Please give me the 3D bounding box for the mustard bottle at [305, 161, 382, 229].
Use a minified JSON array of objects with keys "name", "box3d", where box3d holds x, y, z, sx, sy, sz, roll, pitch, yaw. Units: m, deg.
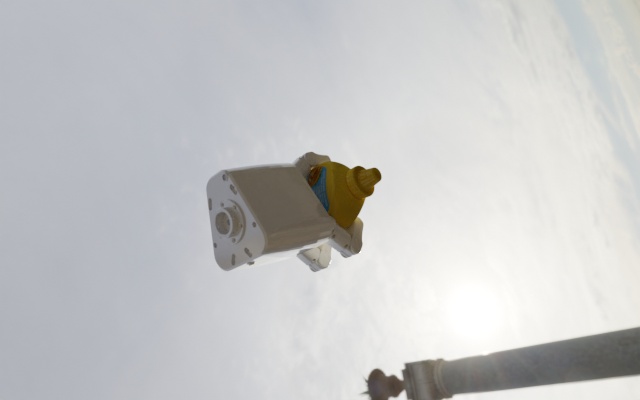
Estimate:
[{"name":"mustard bottle","box3d":[0.000,0.002,0.626,0.058,0.096,0.192,23,-37,-39]}]
